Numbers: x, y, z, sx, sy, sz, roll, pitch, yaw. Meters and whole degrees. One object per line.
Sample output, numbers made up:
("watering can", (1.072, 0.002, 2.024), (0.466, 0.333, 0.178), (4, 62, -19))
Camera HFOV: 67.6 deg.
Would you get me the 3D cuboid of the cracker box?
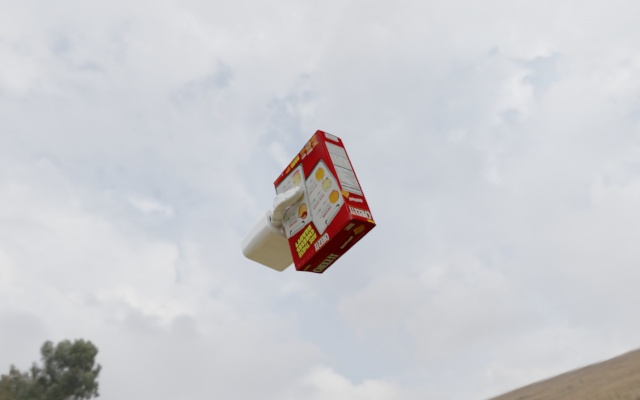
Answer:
("cracker box", (0.000, 0.003, 0.890), (0.072, 0.213, 0.164), (13, -46, -37))
